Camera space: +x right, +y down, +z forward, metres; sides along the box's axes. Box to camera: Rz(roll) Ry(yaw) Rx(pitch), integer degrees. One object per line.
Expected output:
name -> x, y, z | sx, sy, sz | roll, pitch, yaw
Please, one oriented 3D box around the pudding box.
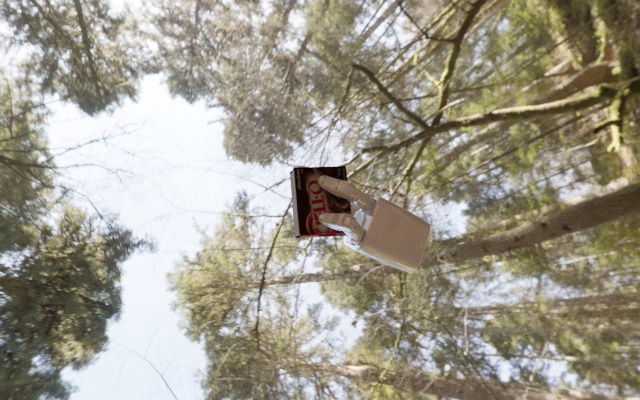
pudding box -> 0.000, 0.003, 0.771 | 0.090, 0.113, 0.039 | -3, -12, -20
